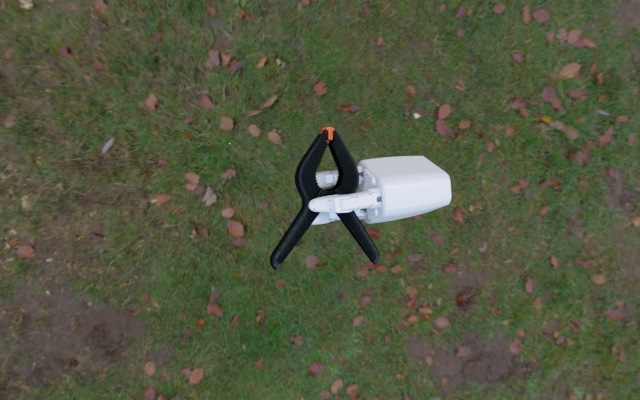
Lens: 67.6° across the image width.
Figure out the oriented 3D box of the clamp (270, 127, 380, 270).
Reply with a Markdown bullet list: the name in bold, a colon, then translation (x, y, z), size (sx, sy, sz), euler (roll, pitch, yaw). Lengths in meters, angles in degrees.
- **clamp**: translation (0.001, 0.002, 0.684), size (0.164, 0.210, 0.036), euler (-8, 8, -15)
